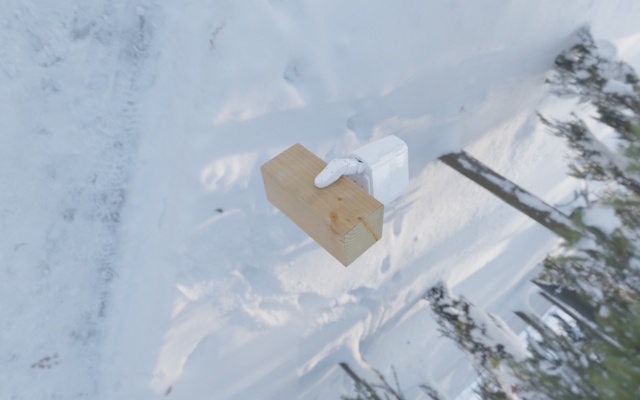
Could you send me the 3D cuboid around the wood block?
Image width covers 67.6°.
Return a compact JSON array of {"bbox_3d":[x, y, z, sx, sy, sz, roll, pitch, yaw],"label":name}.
[{"bbox_3d":[0.000,0.002,0.807,0.090,0.091,0.206,-36,56,-25],"label":"wood block"}]
